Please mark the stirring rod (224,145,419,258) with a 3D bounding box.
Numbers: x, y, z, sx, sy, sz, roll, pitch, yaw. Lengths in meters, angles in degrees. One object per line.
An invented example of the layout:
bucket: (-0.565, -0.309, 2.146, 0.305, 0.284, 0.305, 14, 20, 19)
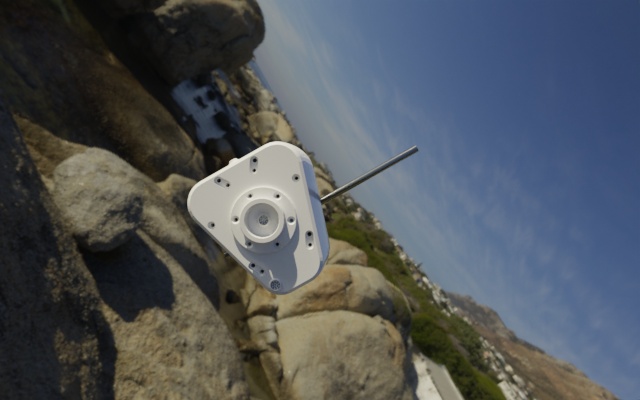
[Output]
stirring rod: (0.000, 0.002, 0.524, 0.239, 0.011, 0.011, -29, -1, 2)
